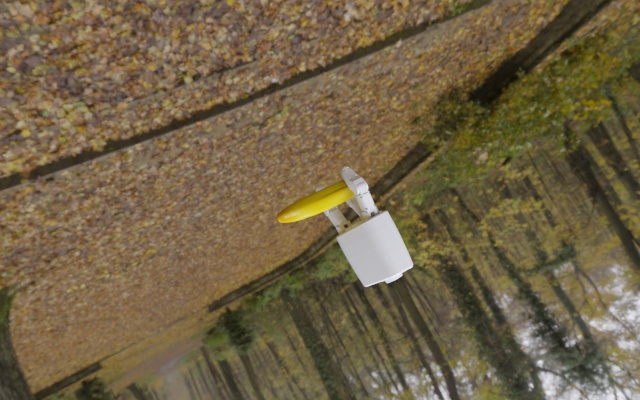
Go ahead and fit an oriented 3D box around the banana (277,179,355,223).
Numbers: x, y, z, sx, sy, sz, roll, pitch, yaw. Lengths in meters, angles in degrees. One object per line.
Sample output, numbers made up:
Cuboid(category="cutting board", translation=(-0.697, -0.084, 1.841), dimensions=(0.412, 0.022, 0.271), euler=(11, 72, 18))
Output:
Cuboid(category="banana", translation=(0.013, -0.004, 0.837), dimensions=(0.197, 0.037, 0.070), euler=(-25, -2, -42))
